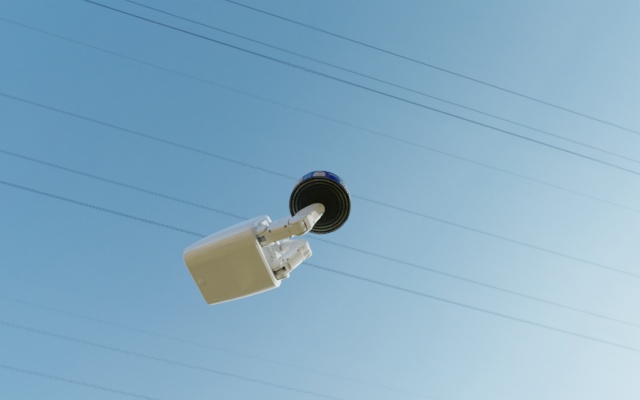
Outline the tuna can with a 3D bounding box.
[{"bbox_3d":[0.000,0.002,0.671,0.086,0.086,0.033,0,21,4],"label":"tuna can"}]
